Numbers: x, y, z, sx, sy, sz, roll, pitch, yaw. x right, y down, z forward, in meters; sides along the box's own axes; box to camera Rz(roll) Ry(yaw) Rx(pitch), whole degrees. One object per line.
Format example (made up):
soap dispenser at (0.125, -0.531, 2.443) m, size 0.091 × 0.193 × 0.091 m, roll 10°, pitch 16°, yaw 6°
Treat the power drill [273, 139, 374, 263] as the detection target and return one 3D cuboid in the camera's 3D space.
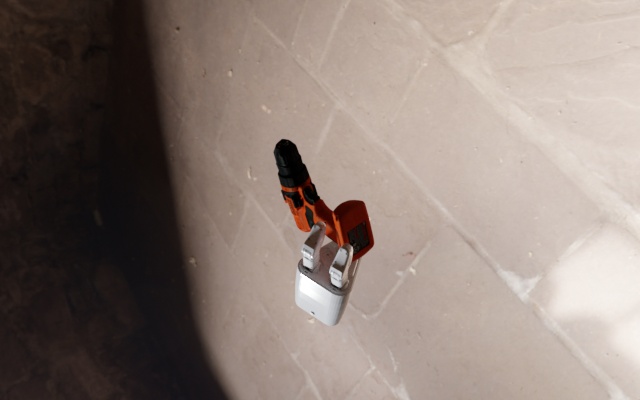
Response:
power drill at (0.000, 0.003, 0.763) m, size 0.057 × 0.185 × 0.187 m, roll -33°, pitch 39°, yaw -18°
